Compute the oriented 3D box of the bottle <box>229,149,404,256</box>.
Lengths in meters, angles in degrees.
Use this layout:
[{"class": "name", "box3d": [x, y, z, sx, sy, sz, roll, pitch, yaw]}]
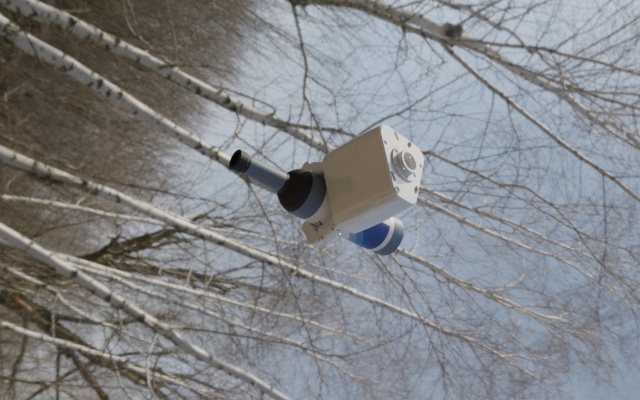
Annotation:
[{"class": "bottle", "box3d": [0.000, 0.002, 0.689, 0.296, 0.069, 0.069, 27, -16, -34]}]
